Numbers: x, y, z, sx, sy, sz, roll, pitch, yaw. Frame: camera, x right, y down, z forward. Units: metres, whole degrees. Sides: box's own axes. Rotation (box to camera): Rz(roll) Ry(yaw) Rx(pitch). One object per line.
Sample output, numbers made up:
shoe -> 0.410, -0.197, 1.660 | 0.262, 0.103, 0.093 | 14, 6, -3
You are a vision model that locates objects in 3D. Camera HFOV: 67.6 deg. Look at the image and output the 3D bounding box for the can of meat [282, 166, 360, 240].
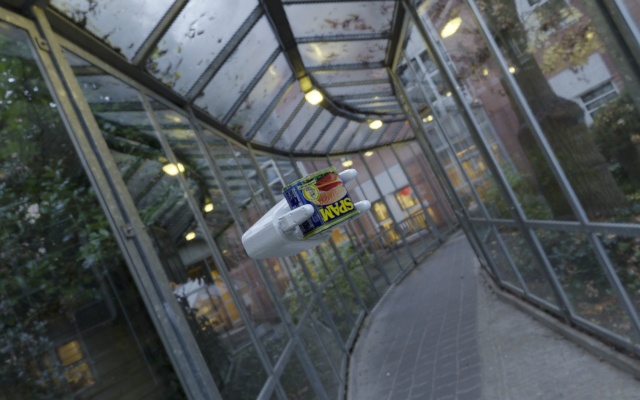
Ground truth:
can of meat -> 0.000, 0.002, 0.733 | 0.102, 0.084, 0.057 | -22, -6, -42
